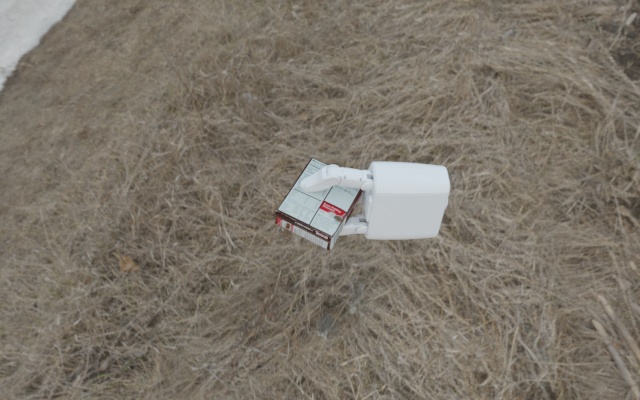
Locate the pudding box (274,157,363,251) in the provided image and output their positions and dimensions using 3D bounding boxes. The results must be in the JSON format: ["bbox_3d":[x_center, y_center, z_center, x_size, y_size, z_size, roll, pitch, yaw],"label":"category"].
[{"bbox_3d":[0.000,0.002,0.680,0.090,0.113,0.039,25,-34,10],"label":"pudding box"}]
